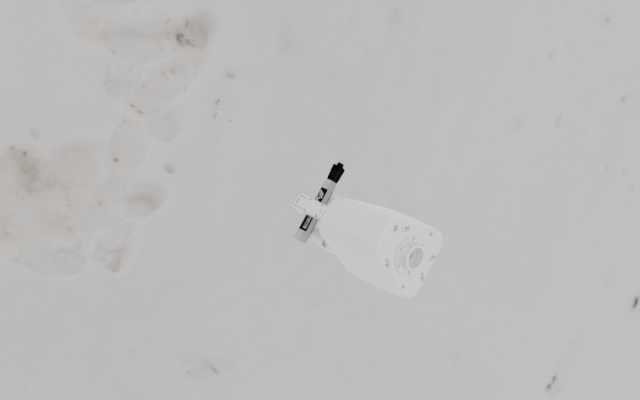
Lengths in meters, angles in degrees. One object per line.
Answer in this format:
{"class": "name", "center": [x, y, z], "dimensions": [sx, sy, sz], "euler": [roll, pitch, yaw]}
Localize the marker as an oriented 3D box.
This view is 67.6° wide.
{"class": "marker", "center": [0.000, 0.002, 0.652], "dimensions": [0.020, 0.121, 0.020], "euler": [28, -6, 3]}
